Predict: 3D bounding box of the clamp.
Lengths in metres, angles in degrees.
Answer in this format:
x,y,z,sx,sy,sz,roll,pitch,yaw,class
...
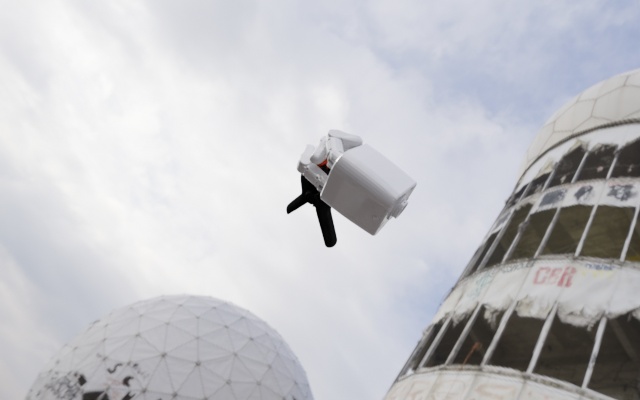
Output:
x,y,z,sx,sy,sz,roll,pitch,yaw,class
0.000,0.002,0.822,0.120,0.172,0.039,39,51,15,clamp
